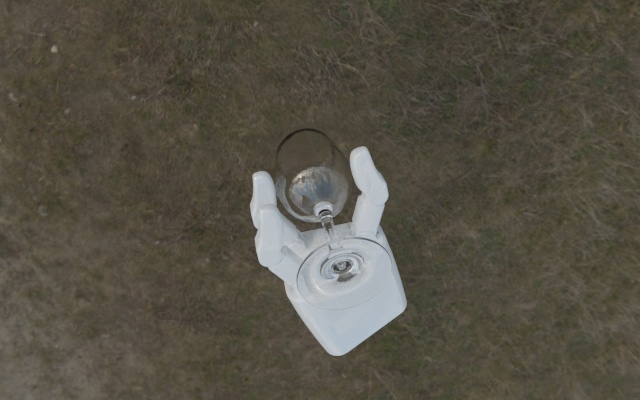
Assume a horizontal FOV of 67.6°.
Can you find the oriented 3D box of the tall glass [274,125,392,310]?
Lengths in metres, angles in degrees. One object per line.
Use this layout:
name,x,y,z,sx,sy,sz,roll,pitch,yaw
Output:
tall glass,0.000,0.002,0.441,0.079,0.079,0.201,0,35,-13
